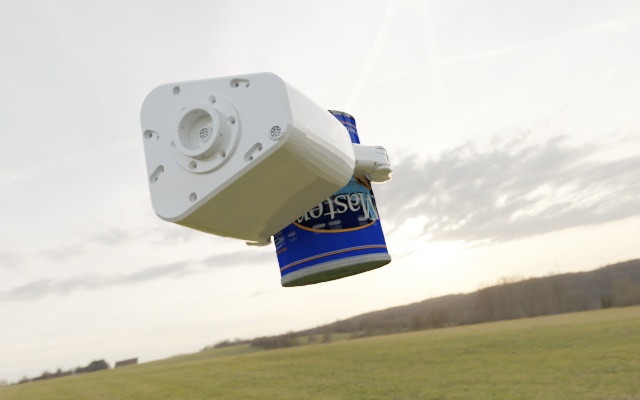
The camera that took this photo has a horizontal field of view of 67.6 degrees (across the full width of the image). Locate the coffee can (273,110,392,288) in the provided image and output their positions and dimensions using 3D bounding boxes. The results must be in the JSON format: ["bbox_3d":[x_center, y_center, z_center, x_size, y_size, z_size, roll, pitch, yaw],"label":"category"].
[{"bbox_3d":[0.000,0.002,0.448,0.103,0.140,0.103,-12,-14,-3],"label":"coffee can"}]
